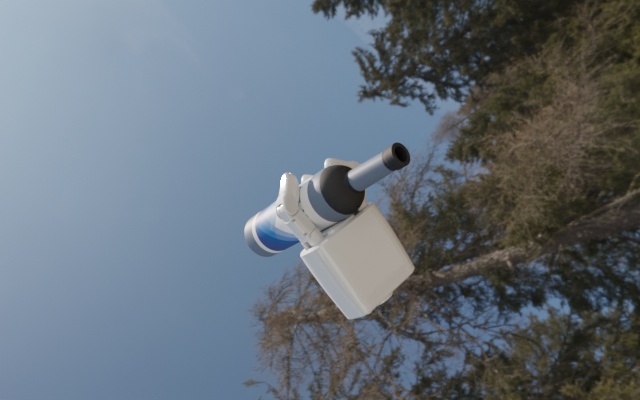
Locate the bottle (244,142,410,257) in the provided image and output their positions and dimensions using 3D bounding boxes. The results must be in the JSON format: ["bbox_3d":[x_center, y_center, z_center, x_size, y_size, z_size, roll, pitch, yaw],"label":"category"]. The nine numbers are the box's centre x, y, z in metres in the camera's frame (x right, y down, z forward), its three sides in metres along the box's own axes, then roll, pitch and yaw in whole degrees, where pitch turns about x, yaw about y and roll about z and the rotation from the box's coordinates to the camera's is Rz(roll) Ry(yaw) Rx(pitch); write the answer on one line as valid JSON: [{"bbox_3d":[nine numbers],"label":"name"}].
[{"bbox_3d":[0.000,0.002,0.612,0.069,0.069,0.296,0,-20,-38],"label":"bottle"}]
